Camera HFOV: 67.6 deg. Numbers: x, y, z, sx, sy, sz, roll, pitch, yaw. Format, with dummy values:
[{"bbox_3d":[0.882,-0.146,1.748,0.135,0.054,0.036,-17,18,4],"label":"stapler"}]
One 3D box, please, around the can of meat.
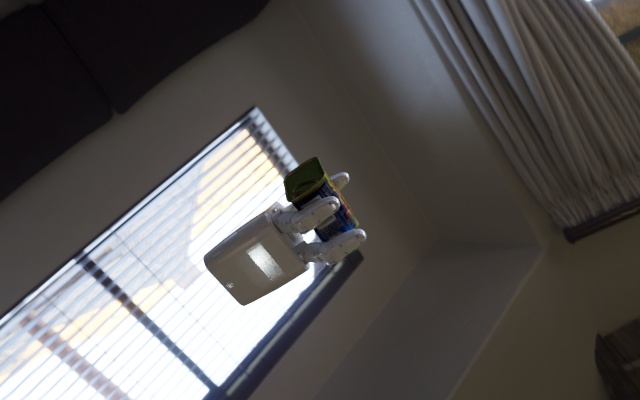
[{"bbox_3d":[0.000,0.002,0.614,0.057,0.084,0.102,-34,21,6],"label":"can of meat"}]
